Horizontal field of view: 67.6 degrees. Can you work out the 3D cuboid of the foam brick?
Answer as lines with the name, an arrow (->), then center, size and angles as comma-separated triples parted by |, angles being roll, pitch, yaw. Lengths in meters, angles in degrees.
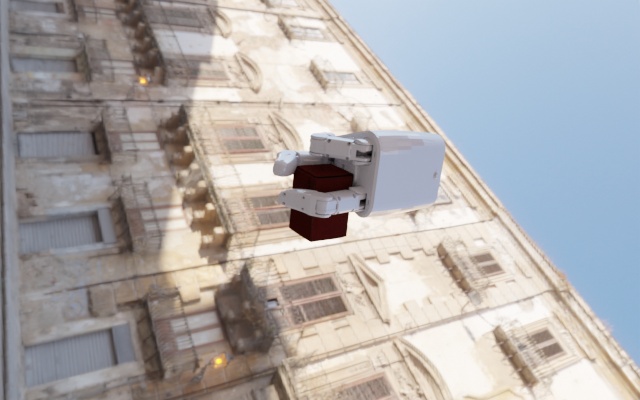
foam brick -> 0.000, 0.002, 0.552 | 0.051, 0.078, 0.053 | -6, 21, -32
